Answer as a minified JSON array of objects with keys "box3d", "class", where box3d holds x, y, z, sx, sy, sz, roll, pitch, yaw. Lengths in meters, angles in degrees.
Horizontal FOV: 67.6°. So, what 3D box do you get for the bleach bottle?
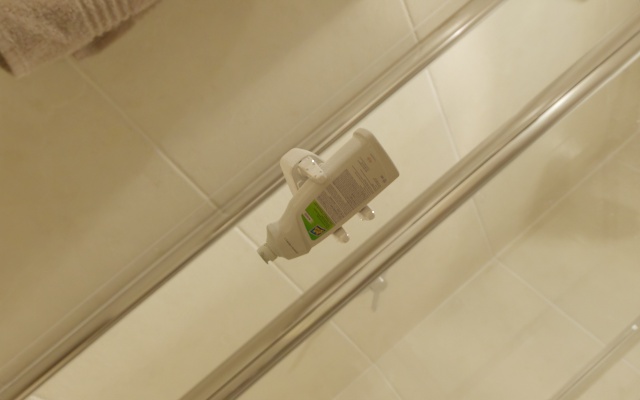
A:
[{"box3d":[0.000,0.003,0.750,0.251,0.102,0.068,-40,19,-4],"class":"bleach bottle"}]
